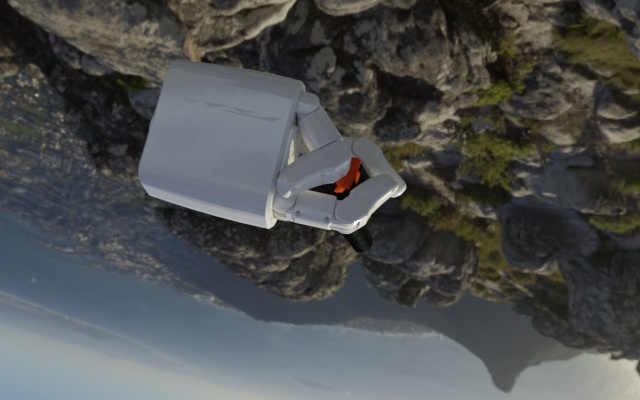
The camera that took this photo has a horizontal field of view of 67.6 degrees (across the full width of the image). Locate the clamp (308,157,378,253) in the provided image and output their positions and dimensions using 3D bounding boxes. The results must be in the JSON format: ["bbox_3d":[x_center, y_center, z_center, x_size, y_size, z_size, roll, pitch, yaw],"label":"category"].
[{"bbox_3d":[0.000,0.002,0.457,0.120,0.039,0.171,13,-24,5],"label":"clamp"}]
